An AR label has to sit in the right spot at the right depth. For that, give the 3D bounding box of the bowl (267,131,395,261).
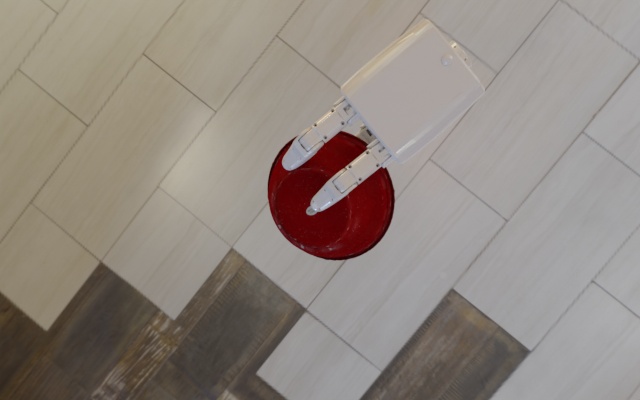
[{"bbox_3d":[-0.001,0.003,0.546,0.162,0.162,0.055,0,15,22],"label":"bowl"}]
